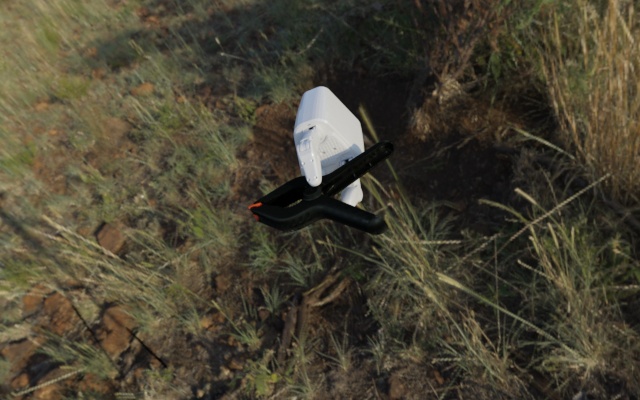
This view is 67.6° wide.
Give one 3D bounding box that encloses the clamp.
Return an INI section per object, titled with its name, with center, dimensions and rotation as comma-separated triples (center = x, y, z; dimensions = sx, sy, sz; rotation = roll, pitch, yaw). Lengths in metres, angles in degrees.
[clamp]
center = -0.001, 0.001, 0.621
dimensions = 0.210, 0.036, 0.164
rotation = -17, 36, 17
